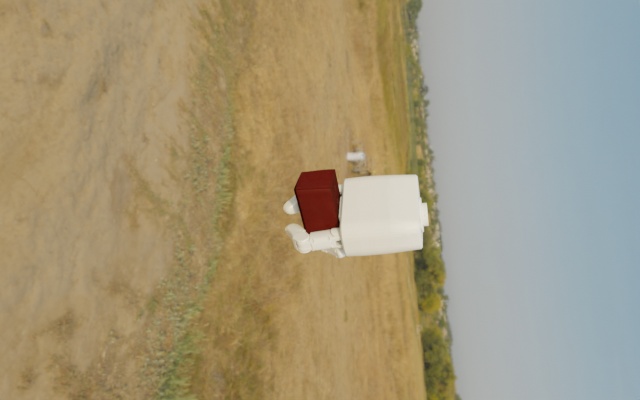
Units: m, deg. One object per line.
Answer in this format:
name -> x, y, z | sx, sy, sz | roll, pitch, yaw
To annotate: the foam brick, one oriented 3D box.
foam brick -> 0.000, 0.002, 0.668 | 0.051, 0.078, 0.053 | -5, 32, 14
